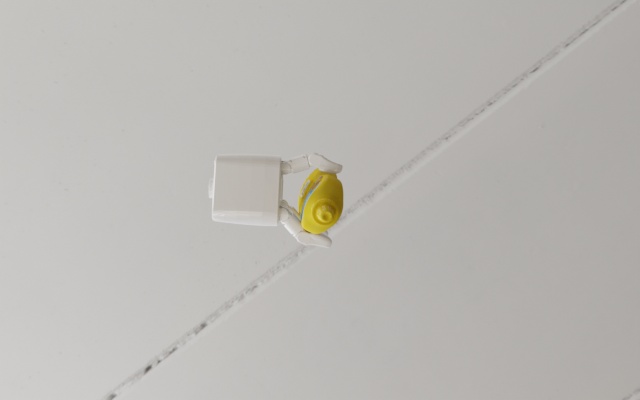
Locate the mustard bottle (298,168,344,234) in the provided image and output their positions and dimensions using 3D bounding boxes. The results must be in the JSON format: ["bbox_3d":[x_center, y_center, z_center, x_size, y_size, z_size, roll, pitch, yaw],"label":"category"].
[{"bbox_3d":[0.000,0.003,0.781,0.058,0.096,0.191,27,9,-9],"label":"mustard bottle"}]
